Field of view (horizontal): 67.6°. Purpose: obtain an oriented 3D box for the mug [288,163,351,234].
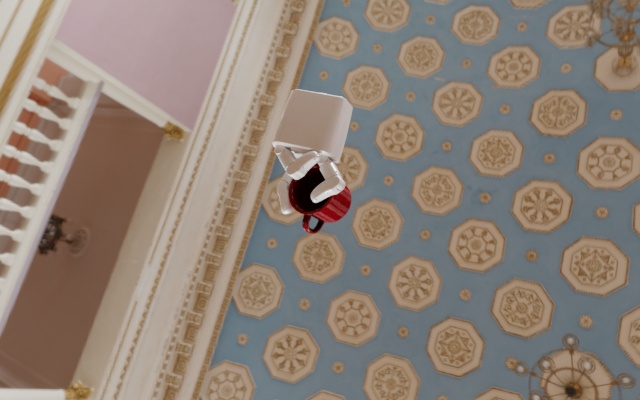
[{"bbox_3d":[0.000,0.004,0.843,0.093,0.117,0.081,10,-13,31],"label":"mug"}]
